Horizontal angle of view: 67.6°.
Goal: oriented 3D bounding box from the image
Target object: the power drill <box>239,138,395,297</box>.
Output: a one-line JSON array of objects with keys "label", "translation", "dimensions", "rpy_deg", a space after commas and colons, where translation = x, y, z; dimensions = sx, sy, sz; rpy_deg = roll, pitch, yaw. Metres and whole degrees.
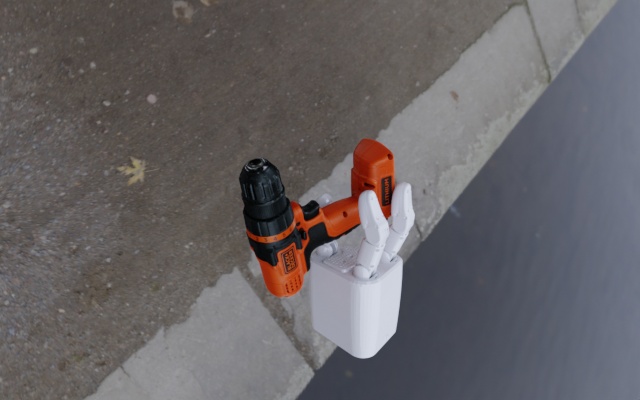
[{"label": "power drill", "translation": [0.001, 0.002, 0.540], "dimensions": [0.187, 0.185, 0.057], "rpy_deg": [-30, 46, -25]}]
